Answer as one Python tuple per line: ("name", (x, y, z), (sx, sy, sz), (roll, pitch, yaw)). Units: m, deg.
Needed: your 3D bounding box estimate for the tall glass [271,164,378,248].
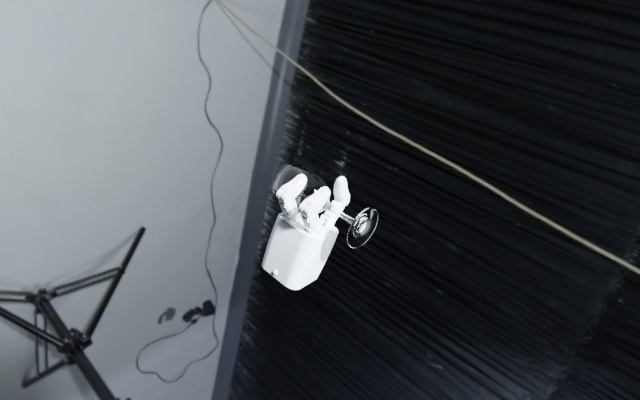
("tall glass", (0.001, 0.003, 0.833), (0.201, 0.079, 0.079), (32, 19, 35))
